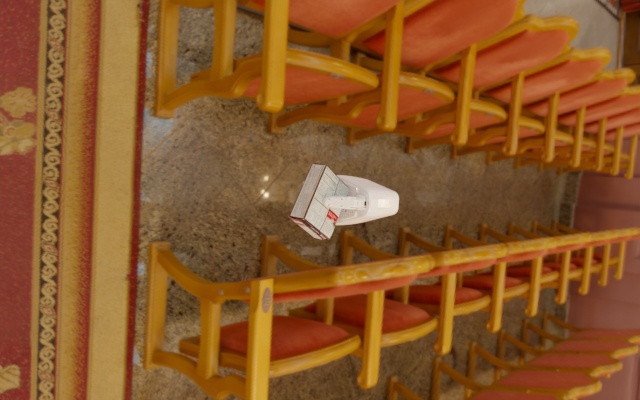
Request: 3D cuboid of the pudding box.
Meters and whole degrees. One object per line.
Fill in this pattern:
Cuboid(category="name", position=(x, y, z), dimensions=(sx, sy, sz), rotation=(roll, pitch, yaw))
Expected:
Cuboid(category="pudding box", position=(0.000, 0.003, 0.859), dimensions=(0.039, 0.113, 0.090), rotation=(5, -25, 39))
